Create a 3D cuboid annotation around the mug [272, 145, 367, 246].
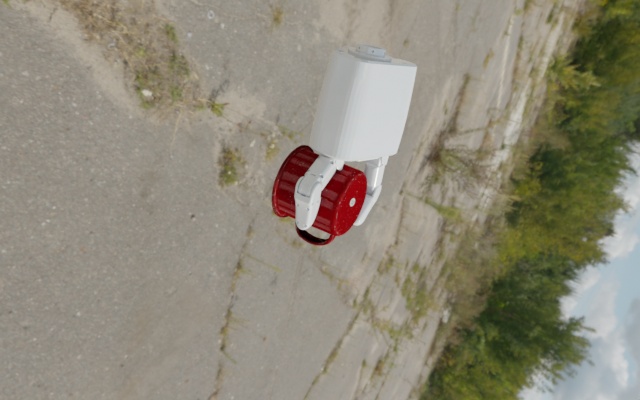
[{"bbox_3d":[0.000,0.003,0.566,0.081,0.117,0.093,22,27,23],"label":"mug"}]
